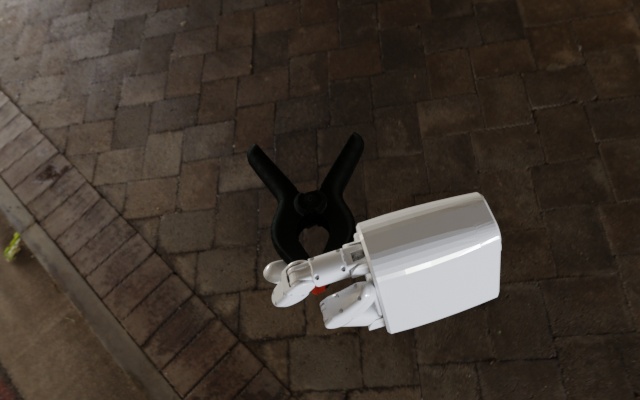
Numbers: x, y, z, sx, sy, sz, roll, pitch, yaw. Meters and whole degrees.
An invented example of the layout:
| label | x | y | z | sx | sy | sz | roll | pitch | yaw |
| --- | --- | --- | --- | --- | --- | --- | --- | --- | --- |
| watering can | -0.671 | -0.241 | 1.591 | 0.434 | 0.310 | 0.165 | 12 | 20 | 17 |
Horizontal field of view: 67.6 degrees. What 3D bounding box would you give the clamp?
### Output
| label | x | y | z | sx | sy | sz | roll | pitch | yaw |
| --- | --- | --- | --- | --- | --- | --- | --- | --- | --- |
| clamp | 0.000 | 0.001 | 0.459 | 0.120 | 0.171 | 0.039 | -17 | -29 | 1 |
